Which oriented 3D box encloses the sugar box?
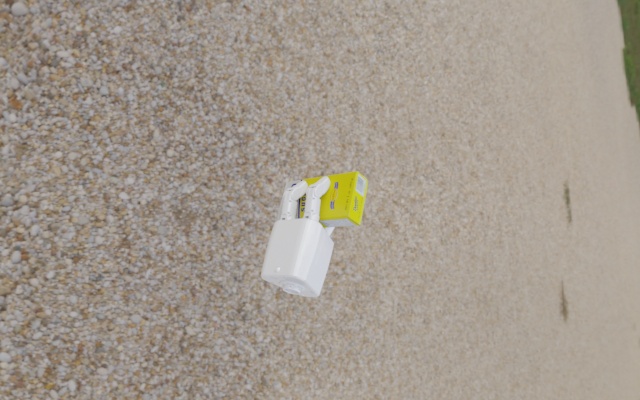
[{"bbox_3d":[0.000,0.003,0.896,0.176,0.093,0.048,-6,-29,37],"label":"sugar box"}]
